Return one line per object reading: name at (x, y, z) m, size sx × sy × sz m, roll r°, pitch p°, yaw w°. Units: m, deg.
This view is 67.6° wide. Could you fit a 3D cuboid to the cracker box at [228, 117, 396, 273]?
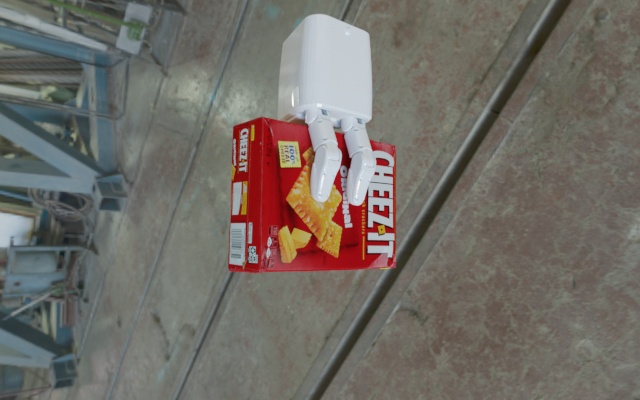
cracker box at (0.000, 0.002, 0.572) m, size 0.214 × 0.164 × 0.072 m, roll 5°, pitch -6°, yaw -40°
